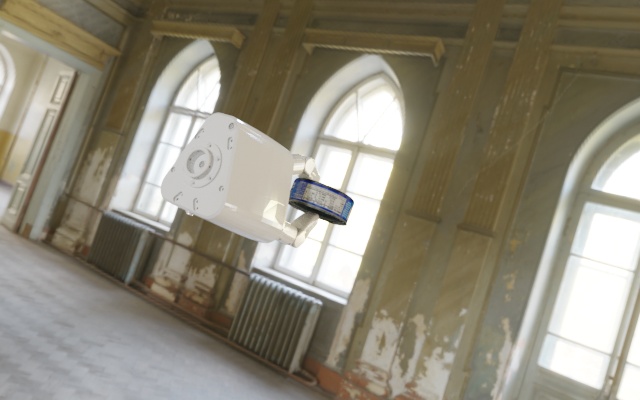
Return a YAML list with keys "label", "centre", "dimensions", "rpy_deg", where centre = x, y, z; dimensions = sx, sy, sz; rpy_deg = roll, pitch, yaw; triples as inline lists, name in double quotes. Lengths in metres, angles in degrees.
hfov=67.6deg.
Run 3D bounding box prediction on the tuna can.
- label: "tuna can"
  centre: [0.000, 0.002, 0.618]
  dimensions: [0.086, 0.033, 0.086]
  rpy_deg: [21, -9, 3]
